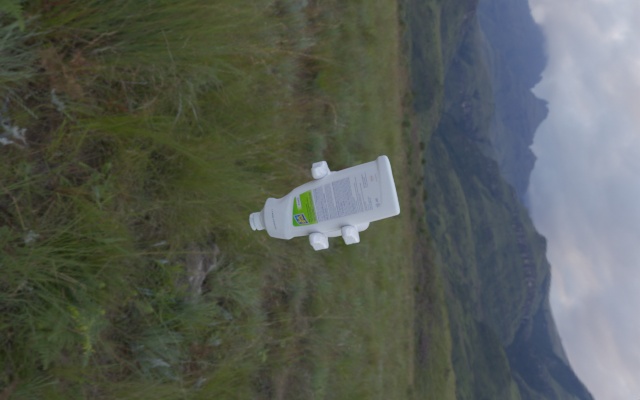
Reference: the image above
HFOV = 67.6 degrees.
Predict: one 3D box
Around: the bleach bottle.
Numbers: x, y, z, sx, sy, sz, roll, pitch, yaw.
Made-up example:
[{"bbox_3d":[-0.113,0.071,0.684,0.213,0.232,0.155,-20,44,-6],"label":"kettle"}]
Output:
[{"bbox_3d":[0.000,0.003,0.806,0.251,0.102,0.068,-13,-11,12],"label":"bleach bottle"}]
